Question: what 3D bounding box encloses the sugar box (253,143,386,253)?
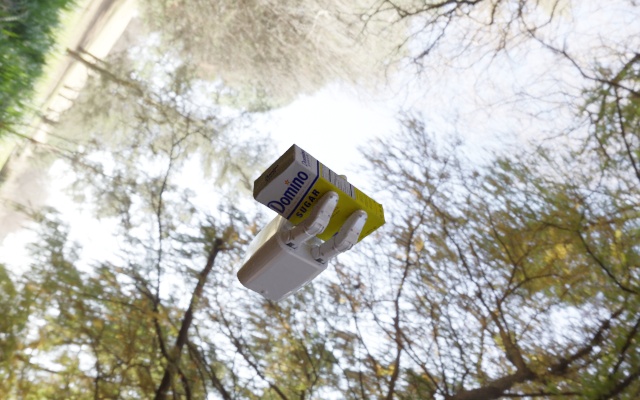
[{"bbox_3d":[0.000,0.003,0.681,0.176,0.048,0.093,31,-55,-30],"label":"sugar box"}]
